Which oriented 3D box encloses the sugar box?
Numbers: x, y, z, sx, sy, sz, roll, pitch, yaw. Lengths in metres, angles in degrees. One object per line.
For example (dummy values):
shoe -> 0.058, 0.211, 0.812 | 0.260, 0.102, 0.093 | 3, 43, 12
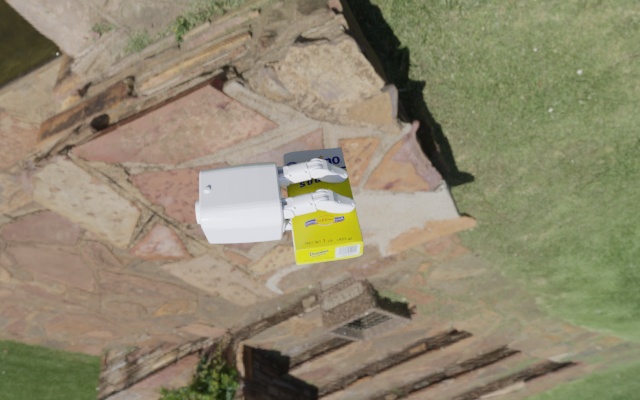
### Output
sugar box -> 0.000, 0.002, 0.687 | 0.093, 0.176, 0.048 | -7, -35, -6
